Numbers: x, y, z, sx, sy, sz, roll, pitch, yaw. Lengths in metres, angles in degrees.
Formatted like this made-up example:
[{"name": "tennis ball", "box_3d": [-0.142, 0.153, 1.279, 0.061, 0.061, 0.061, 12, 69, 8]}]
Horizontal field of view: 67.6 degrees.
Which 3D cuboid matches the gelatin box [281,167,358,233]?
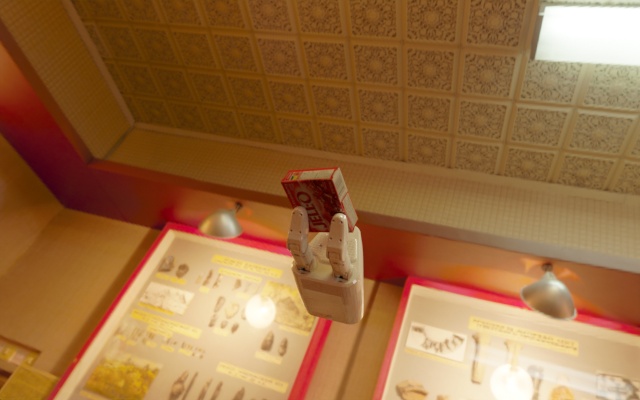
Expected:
[{"name": "gelatin box", "box_3d": [0.000, 0.001, 0.610, 0.073, 0.089, 0.030, -1, 39, 29]}]
